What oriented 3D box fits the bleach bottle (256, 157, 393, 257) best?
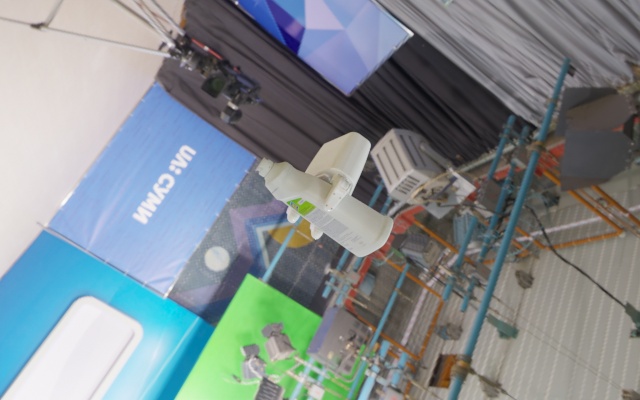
[{"bbox_3d":[0.000,0.003,0.847,0.251,0.068,0.103,34,-35,-11],"label":"bleach bottle"}]
